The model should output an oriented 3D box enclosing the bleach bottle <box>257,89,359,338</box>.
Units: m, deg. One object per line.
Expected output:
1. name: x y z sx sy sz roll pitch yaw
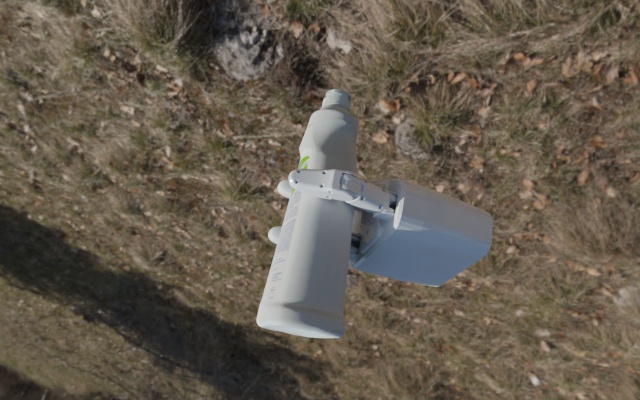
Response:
1. bleach bottle: 0.000 0.002 0.468 0.068 0.250 0.102 17 -20 -17
